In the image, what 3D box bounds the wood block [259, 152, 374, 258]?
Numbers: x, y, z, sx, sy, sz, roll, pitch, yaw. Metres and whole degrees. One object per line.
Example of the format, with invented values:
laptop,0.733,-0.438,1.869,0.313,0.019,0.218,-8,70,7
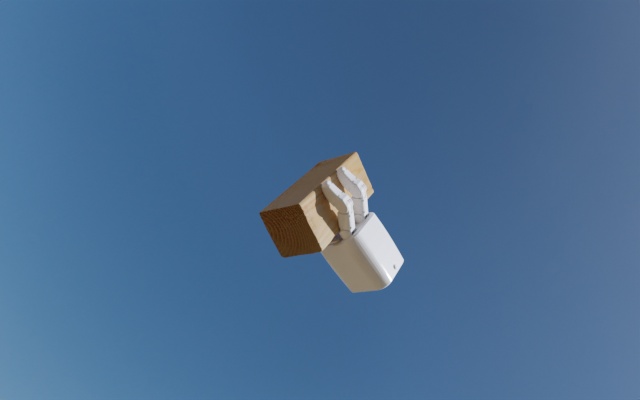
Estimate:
wood block,0.000,0.003,0.834,0.091,0.090,0.206,-14,20,37
